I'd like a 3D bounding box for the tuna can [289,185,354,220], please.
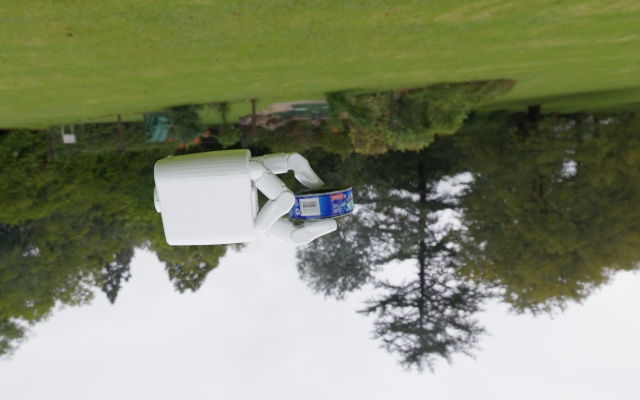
[{"bbox_3d":[0.000,0.003,0.623,0.086,0.034,0.086,-6,7,1],"label":"tuna can"}]
